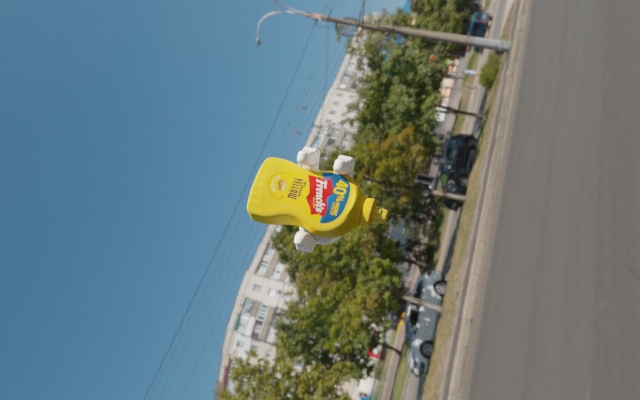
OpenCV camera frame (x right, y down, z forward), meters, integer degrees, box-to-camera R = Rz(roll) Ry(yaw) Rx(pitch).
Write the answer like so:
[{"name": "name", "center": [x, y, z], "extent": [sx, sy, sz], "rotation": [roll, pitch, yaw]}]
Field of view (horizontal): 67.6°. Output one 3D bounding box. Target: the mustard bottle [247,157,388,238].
[{"name": "mustard bottle", "center": [0.000, 0.002, 0.676], "extent": [0.191, 0.096, 0.058], "rotation": [13, -26, 12]}]
